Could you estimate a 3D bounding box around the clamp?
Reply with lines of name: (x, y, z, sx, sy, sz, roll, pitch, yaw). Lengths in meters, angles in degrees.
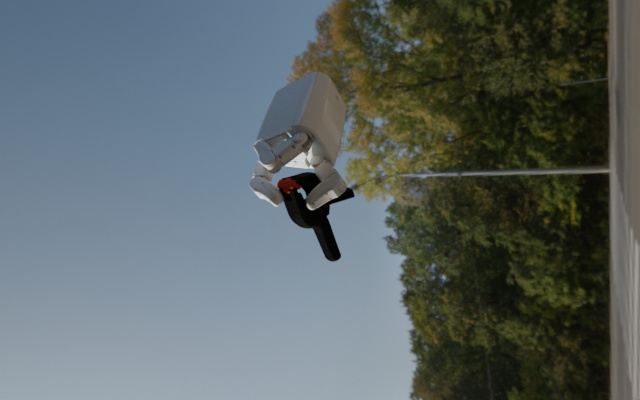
clamp: (-0.001, 0.002, 0.697, 0.039, 0.120, 0.172, -3, -33, 28)
